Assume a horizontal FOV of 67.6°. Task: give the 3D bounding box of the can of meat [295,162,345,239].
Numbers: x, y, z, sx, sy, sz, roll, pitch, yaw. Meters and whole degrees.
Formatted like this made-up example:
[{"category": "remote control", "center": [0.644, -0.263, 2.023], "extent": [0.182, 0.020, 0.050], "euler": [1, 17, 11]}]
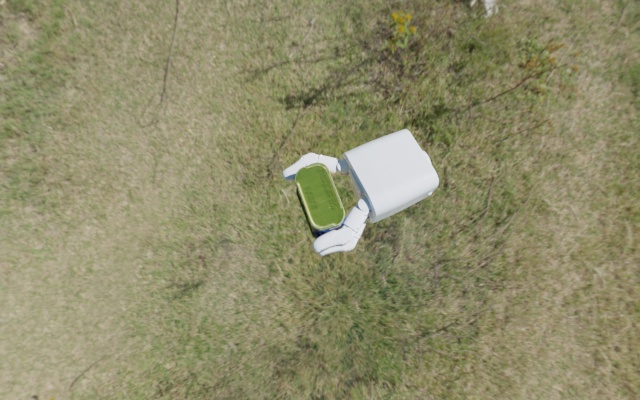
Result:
[{"category": "can of meat", "center": [0.000, 0.002, 0.703], "extent": [0.057, 0.102, 0.084], "euler": [-20, -12, -3]}]
